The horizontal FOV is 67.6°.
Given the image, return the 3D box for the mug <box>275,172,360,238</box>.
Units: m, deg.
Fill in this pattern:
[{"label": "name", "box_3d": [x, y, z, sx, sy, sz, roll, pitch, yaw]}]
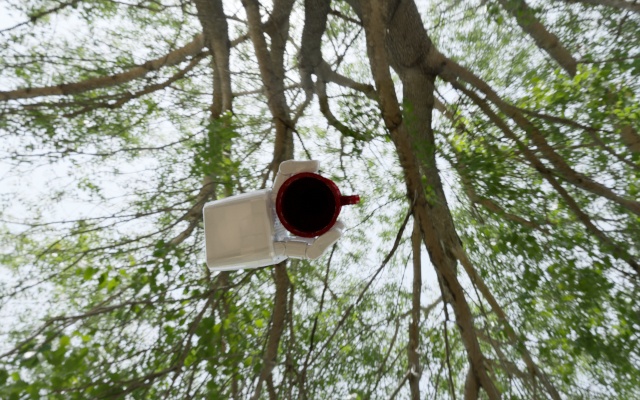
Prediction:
[{"label": "mug", "box_3d": [0.002, 0.002, 0.706, 0.117, 0.093, 0.081, -9, 2, 11]}]
